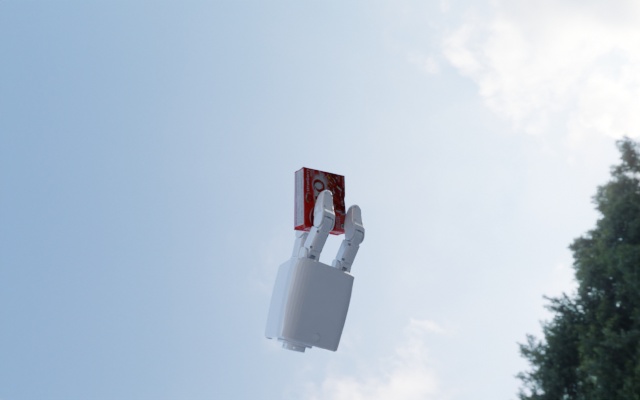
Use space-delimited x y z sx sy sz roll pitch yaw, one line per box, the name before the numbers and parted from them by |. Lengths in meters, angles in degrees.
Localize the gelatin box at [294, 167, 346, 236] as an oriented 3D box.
gelatin box | 0.000 0.002 0.684 0.073 0.089 0.030 10 -19 -33
